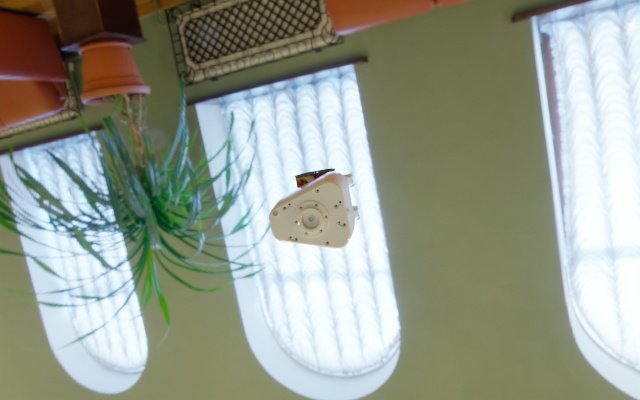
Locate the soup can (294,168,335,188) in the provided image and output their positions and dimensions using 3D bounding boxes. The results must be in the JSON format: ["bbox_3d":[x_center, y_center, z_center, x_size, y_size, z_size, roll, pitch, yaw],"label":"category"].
[{"bbox_3d":[0.000,0.003,0.785,0.068,0.102,0.068,-11,7,1],"label":"soup can"}]
